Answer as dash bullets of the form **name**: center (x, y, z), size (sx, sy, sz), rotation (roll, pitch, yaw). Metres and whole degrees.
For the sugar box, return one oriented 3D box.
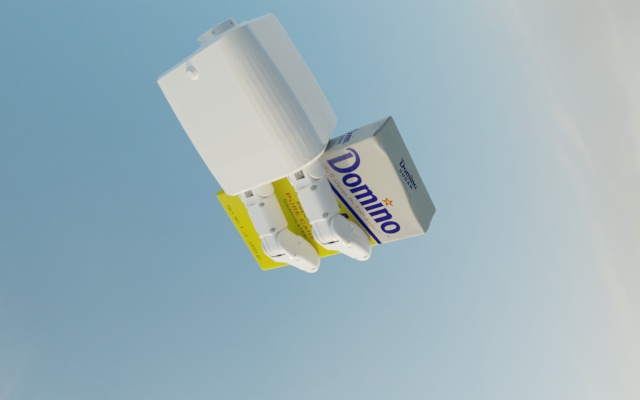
- **sugar box**: center (0.000, 0.002, 0.421), size (0.176, 0.093, 0.048), rotation (-17, 21, 36)
